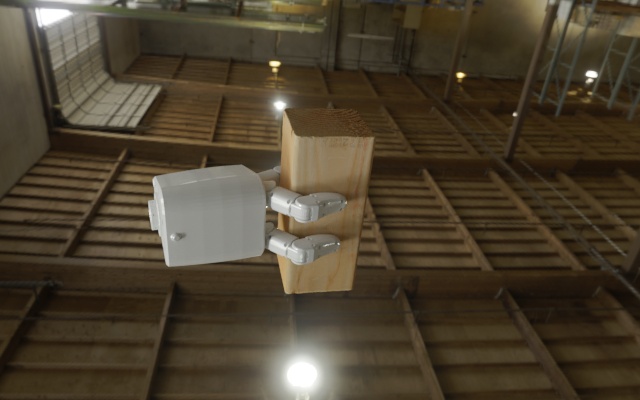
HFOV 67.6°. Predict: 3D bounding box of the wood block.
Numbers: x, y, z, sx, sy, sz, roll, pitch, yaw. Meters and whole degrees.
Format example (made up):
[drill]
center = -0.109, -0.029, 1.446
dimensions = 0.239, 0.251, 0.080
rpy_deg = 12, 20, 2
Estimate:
[wood block]
center = 0.000, 0.002, 0.577
dimensions = 0.090, 0.206, 0.090
rpy_deg = -1, 30, -13
